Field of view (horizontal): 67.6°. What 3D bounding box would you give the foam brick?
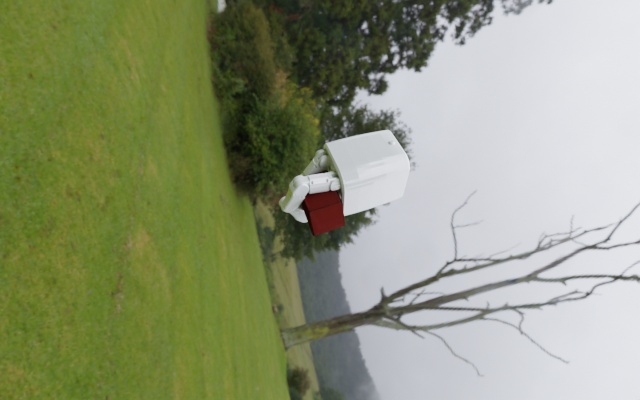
[{"bbox_3d":[0.000,0.003,0.709,0.051,0.053,0.078,-15,45,-7],"label":"foam brick"}]
